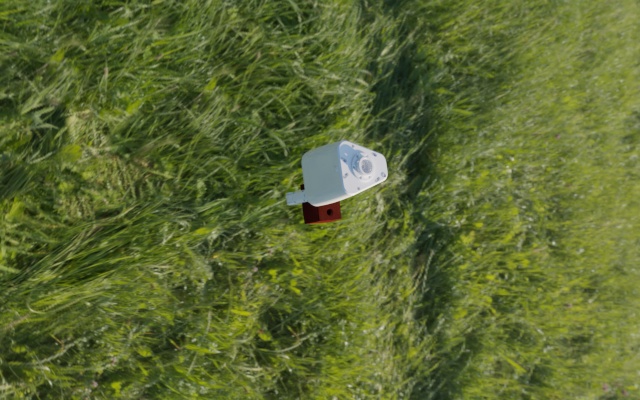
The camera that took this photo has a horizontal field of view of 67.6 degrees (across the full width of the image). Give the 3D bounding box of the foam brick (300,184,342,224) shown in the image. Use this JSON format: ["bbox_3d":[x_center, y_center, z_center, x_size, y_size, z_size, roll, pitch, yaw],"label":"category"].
[{"bbox_3d":[0.000,0.003,0.893,0.053,0.078,0.051,-4,-5,-36],"label":"foam brick"}]
